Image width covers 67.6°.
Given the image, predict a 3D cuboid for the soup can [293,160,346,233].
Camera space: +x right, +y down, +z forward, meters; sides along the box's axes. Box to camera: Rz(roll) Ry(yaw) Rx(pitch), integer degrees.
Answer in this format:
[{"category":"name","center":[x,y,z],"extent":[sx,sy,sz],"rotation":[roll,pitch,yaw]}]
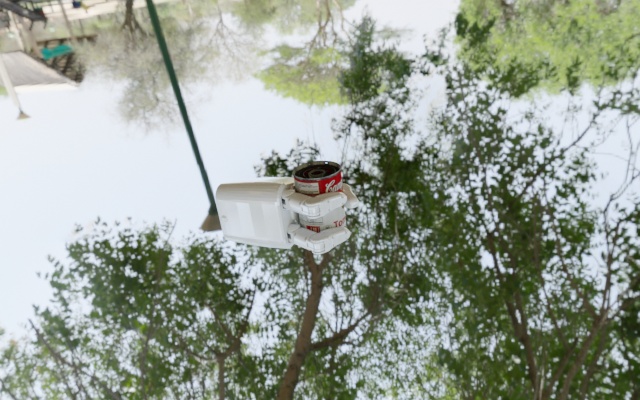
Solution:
[{"category":"soup can","center":[0.001,0.002,0.683],"extent":[0.068,0.102,0.068],"rotation":[-6,24,3]}]
